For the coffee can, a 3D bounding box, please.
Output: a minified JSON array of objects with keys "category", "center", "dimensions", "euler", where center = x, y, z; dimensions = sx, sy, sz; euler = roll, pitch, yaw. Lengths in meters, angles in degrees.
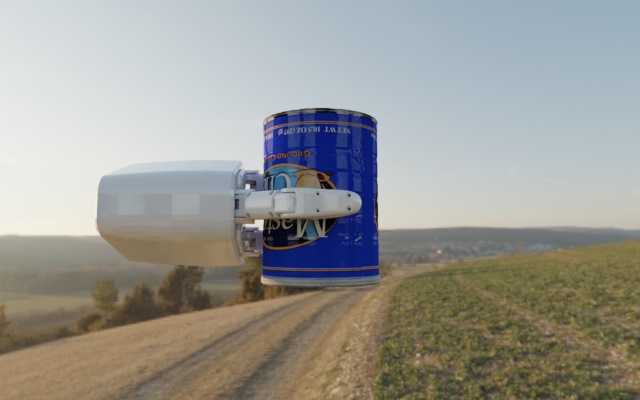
[{"category":"coffee can","center":[0.000,0.002,0.419],"dimensions":[0.103,0.140,0.103],"euler":[0,-5,0]}]
